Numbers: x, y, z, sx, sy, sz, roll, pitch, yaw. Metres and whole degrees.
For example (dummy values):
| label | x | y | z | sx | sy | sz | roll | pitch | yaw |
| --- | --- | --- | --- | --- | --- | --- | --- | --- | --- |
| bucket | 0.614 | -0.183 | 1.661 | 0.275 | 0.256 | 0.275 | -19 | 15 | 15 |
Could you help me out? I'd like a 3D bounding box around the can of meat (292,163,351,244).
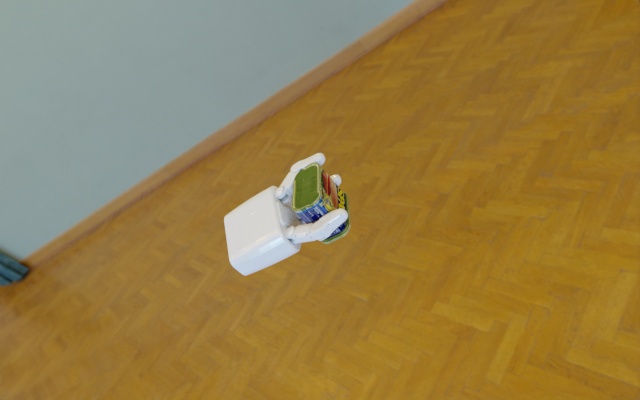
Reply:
| label | x | y | z | sx | sy | sz | roll | pitch | yaw |
| --- | --- | --- | --- | --- | --- | --- | --- | --- | --- |
| can of meat | 0.000 | 0.002 | 0.755 | 0.057 | 0.102 | 0.084 | -27 | -52 | 22 |
